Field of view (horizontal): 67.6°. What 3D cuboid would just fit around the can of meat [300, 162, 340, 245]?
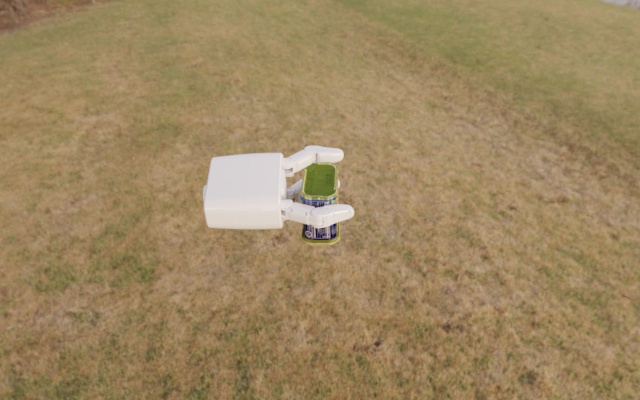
[{"bbox_3d":[0.000,0.002,0.711,0.057,0.084,0.102,0,34,3],"label":"can of meat"}]
